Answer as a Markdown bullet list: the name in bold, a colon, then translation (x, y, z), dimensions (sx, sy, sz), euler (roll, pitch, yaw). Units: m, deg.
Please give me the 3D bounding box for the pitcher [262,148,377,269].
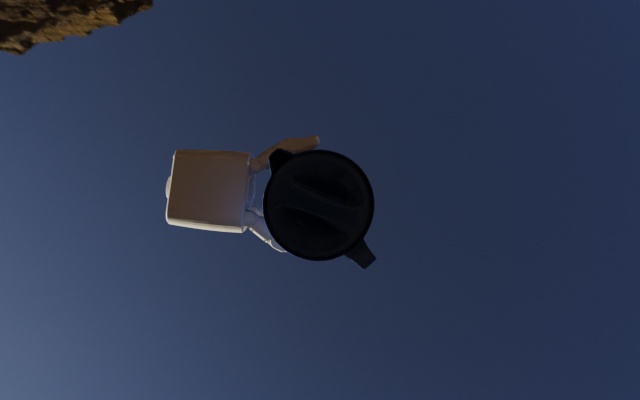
- **pitcher**: translation (0.000, 0.002, 0.676), dimensions (0.145, 0.149, 0.243), euler (3, 6, -2)
